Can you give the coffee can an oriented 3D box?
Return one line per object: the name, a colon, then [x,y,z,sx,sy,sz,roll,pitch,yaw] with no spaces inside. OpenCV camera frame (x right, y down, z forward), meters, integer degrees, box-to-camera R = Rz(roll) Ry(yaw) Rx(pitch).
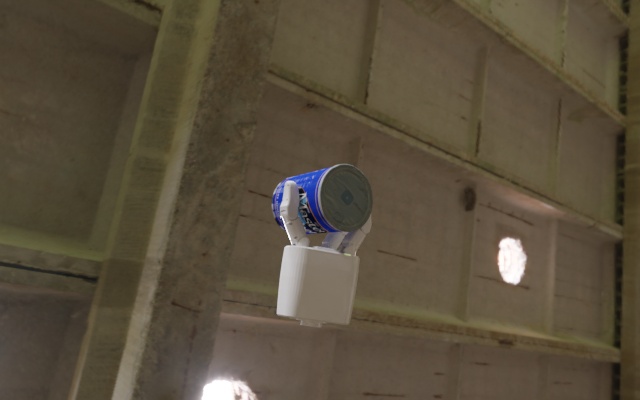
coffee can: [0.000,0.002,0.770,0.103,0.103,0.140,0,-6,-36]
